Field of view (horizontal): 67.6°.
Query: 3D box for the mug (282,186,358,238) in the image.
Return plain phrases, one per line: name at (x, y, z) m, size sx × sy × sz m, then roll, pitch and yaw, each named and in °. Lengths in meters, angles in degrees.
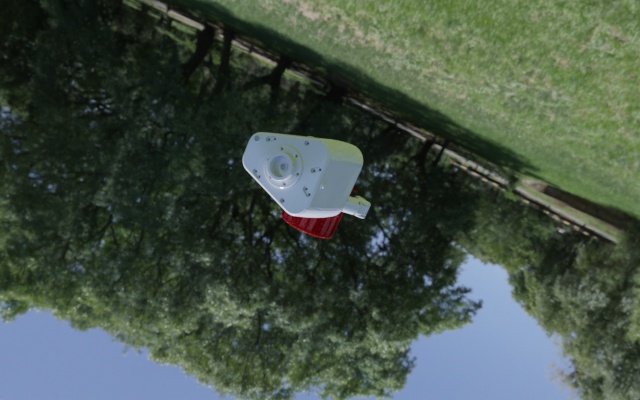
mug at (0.001, 0.002, 0.701) m, size 0.093 × 0.081 × 0.117 m, roll 28°, pitch 10°, yaw 23°
